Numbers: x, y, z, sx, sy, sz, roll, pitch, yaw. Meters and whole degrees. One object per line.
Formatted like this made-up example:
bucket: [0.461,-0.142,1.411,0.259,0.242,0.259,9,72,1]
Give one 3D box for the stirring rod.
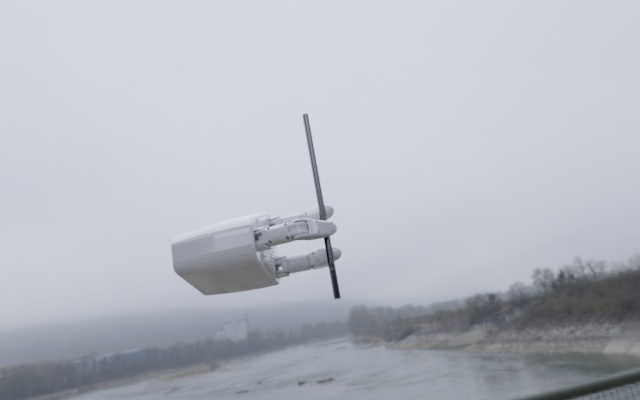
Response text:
stirring rod: [0.000,0.002,0.596,0.011,0.239,0.011,-9,-15,-3]
